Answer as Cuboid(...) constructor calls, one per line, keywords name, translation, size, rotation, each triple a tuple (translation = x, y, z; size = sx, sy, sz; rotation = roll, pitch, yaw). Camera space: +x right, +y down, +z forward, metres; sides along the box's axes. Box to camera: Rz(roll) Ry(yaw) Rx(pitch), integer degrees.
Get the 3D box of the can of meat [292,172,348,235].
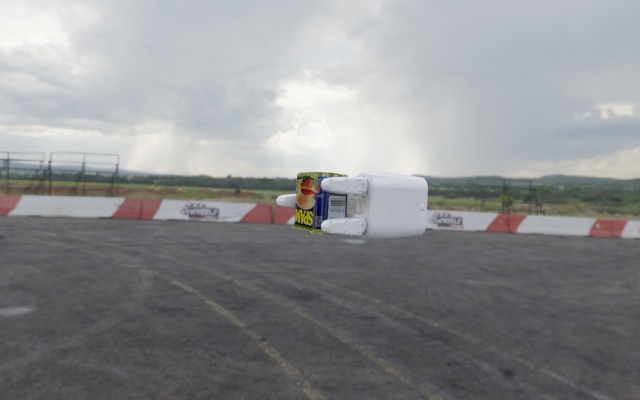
Cuboid(name="can of meat", translation=(0.000, 0.002, 0.682), size=(0.057, 0.084, 0.102), rotation=(2, 2, -23))
